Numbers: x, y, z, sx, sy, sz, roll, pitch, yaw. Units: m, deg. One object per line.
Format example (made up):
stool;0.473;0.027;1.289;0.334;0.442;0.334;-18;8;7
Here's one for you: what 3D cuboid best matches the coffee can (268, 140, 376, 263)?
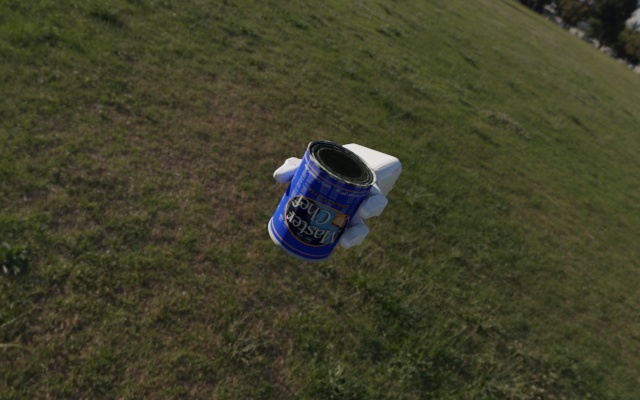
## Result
coffee can;0.000;0.002;0.669;0.103;0.140;0.102;22;30;-13
